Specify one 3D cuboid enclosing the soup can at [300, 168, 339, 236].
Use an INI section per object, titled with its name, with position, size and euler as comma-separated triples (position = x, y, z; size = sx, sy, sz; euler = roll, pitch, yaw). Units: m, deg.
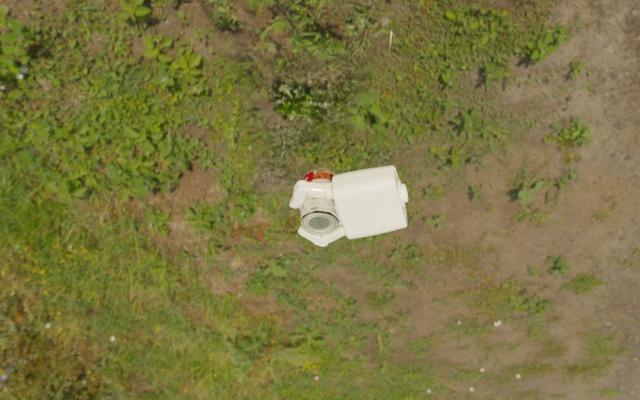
[soup can]
position = 0.000, 0.003, 0.845
size = 0.068, 0.102, 0.069
euler = 1, -40, 1
